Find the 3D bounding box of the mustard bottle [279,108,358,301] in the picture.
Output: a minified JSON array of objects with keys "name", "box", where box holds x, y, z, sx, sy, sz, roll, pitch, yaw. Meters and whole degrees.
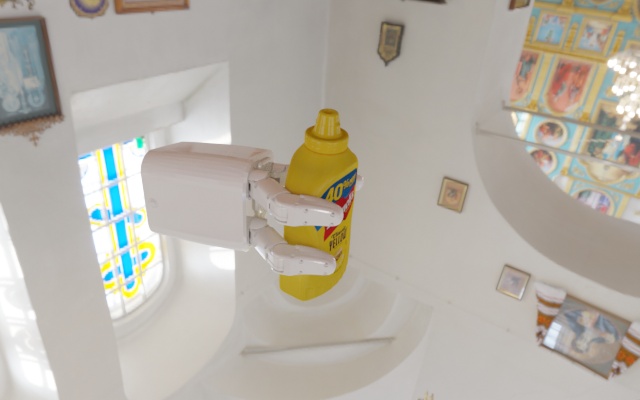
[{"name":"mustard bottle","box":[0.000,0.002,0.477,0.058,0.192,0.096,23,36,27]}]
